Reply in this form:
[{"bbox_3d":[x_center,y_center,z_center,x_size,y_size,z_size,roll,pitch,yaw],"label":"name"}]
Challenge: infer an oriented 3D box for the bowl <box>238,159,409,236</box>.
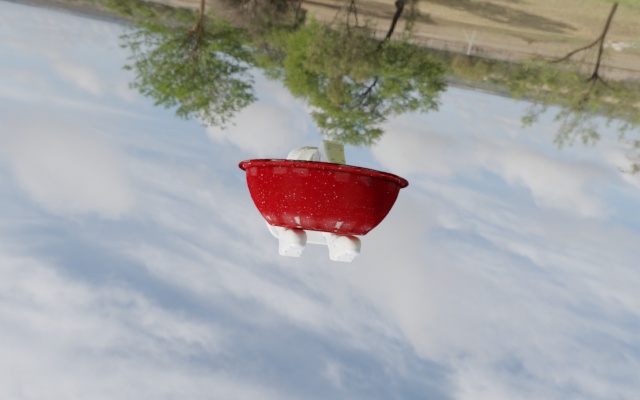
[{"bbox_3d":[0.000,0.002,0.451,0.162,0.055,0.162,6,-5,1],"label":"bowl"}]
